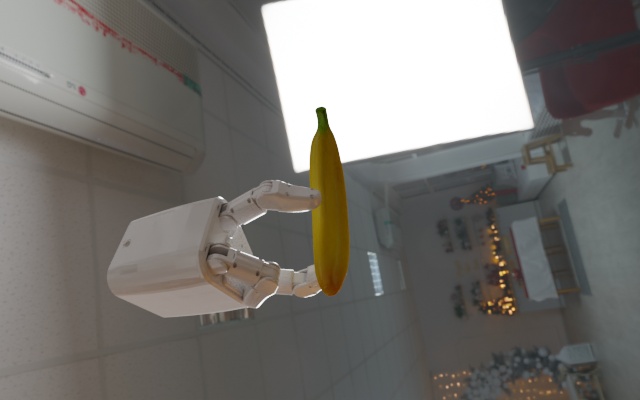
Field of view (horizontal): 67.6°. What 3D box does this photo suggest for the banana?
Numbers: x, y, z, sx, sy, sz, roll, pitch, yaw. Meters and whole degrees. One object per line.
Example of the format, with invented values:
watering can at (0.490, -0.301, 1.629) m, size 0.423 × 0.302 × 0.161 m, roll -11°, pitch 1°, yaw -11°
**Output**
banana at (0.006, 0.005, 0.488) m, size 0.037 × 0.197 × 0.070 m, roll -12°, pitch -24°, yaw 15°
